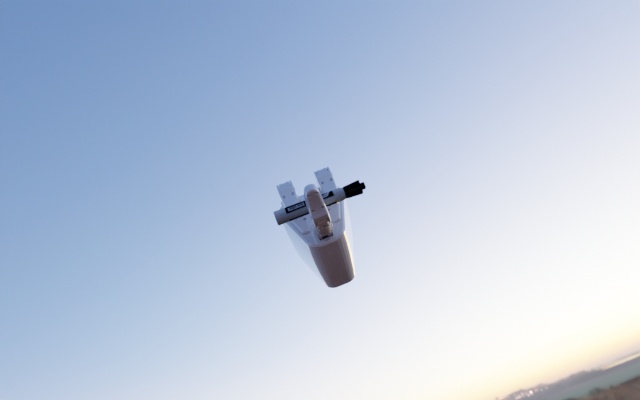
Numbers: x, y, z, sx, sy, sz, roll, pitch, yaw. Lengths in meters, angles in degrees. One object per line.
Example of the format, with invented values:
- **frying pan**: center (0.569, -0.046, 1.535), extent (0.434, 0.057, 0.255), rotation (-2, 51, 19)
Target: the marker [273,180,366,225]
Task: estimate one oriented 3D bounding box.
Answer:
- **marker**: center (0.000, 0.002, 0.605), extent (0.121, 0.020, 0.020), rotation (-20, 1, -3)
